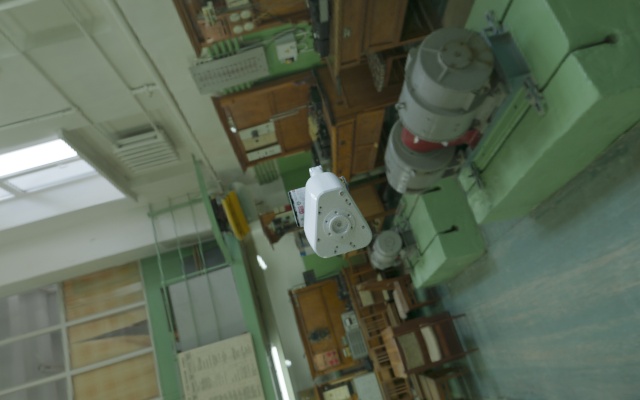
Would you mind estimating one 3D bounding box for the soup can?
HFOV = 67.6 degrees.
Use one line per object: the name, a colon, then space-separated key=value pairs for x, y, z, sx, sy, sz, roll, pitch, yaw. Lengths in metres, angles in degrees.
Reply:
soup can: x=0.000 y=0.003 z=0.847 sx=0.102 sy=0.068 sz=0.068 roll=-16 pitch=1 yaw=-4
